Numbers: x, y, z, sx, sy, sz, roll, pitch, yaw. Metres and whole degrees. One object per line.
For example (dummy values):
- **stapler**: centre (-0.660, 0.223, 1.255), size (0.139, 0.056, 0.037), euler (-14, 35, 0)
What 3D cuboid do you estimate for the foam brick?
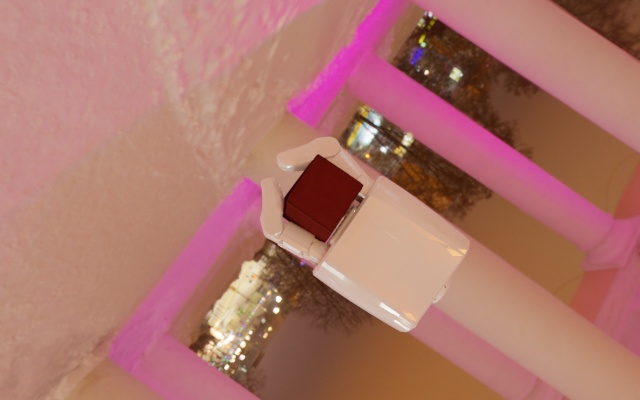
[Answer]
- **foam brick**: centre (0.000, 0.001, 0.444), size (0.051, 0.053, 0.078), euler (35, -14, 3)
